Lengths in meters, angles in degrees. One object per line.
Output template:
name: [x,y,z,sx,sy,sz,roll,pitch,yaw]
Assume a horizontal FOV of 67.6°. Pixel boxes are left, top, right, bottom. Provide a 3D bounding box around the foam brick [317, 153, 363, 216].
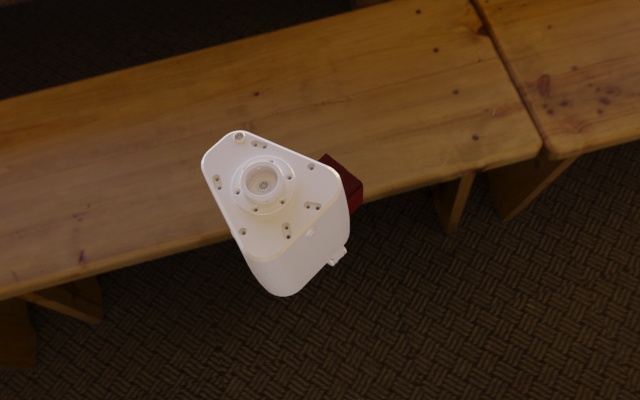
foam brick: [0.000,0.001,0.491,0.053,0.078,0.051,41,-14,19]
